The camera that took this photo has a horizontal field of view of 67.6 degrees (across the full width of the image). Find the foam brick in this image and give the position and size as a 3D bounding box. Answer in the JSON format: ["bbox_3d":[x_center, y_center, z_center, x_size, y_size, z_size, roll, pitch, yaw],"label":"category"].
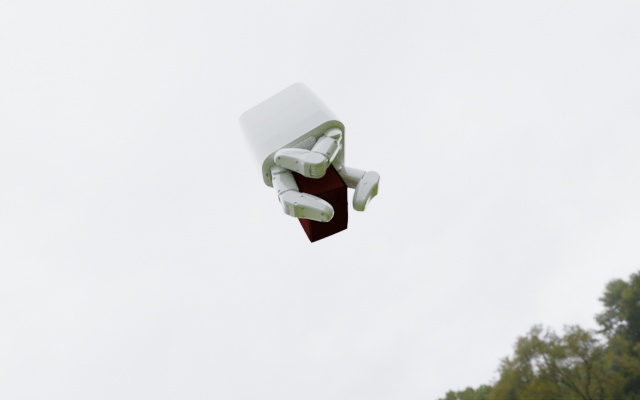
[{"bbox_3d":[0.000,0.002,0.581,0.053,0.078,0.051,-19,47,-16],"label":"foam brick"}]
